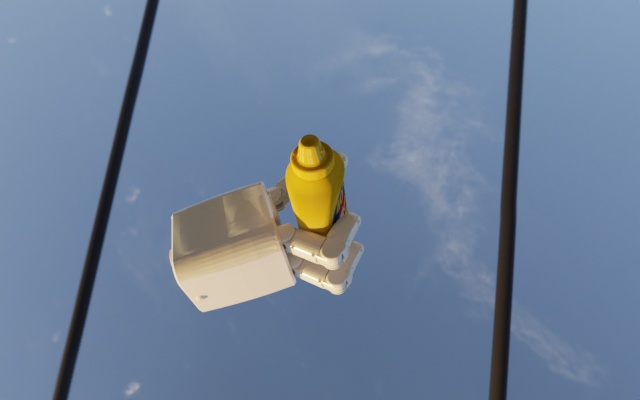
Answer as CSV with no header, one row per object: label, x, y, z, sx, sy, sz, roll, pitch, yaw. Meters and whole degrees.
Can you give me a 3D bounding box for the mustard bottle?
mustard bottle,0.000,0.002,0.504,0.058,0.096,0.192,2,-35,10
